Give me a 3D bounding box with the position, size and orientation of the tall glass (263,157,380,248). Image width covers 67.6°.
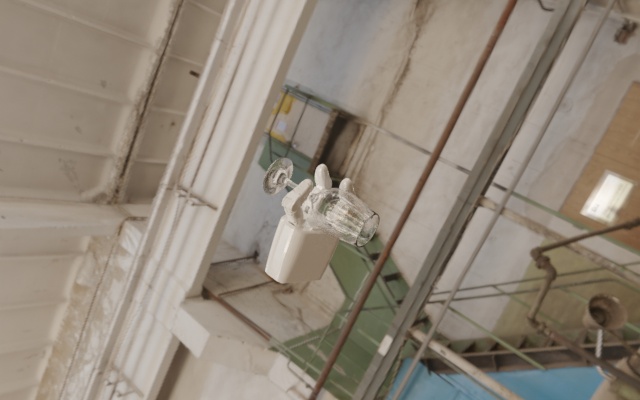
[{"bbox_3d":[0.000,0.002,0.799,0.201,0.079,0.079,31,15,28],"label":"tall glass"}]
